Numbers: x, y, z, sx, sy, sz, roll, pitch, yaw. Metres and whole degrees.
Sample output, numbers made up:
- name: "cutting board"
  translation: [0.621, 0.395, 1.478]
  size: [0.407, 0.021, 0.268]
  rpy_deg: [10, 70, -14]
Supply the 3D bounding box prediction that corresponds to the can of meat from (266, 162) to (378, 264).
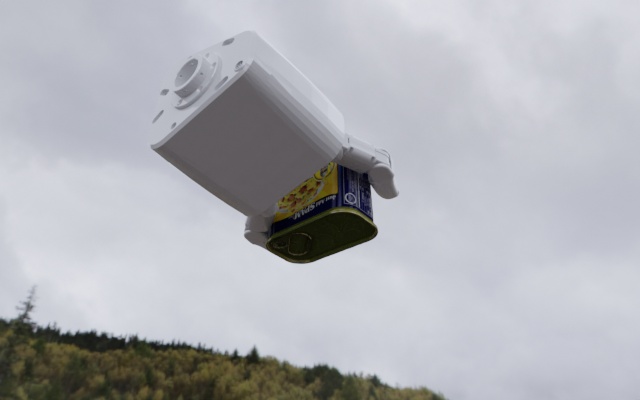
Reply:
- name: "can of meat"
  translation: [0.000, 0.001, 0.447]
  size: [0.102, 0.084, 0.057]
  rpy_deg: [-25, -41, 31]
